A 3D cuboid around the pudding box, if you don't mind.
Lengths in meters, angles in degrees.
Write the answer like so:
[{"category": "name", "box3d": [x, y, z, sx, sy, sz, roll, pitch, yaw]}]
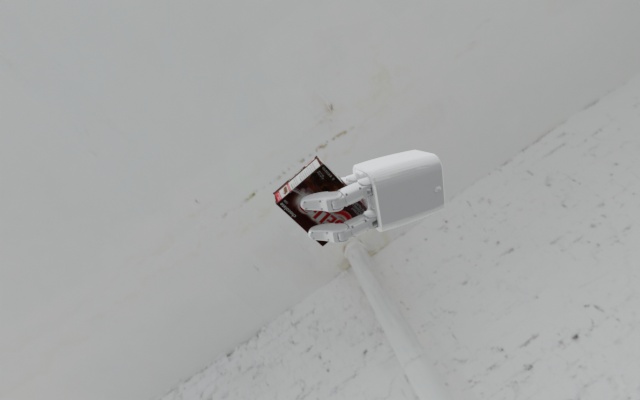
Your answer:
[{"category": "pudding box", "box3d": [0.000, 0.002, 0.703, 0.113, 0.090, 0.039, 45, 9, -29]}]
